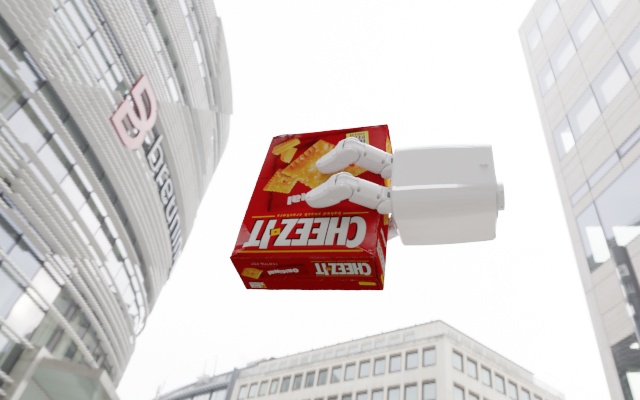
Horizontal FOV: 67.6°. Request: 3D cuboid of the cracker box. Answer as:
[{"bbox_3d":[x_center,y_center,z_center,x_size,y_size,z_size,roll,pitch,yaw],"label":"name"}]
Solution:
[{"bbox_3d":[0.000,0.002,0.581,0.164,0.213,0.072,-3,-45,16],"label":"cracker box"}]
